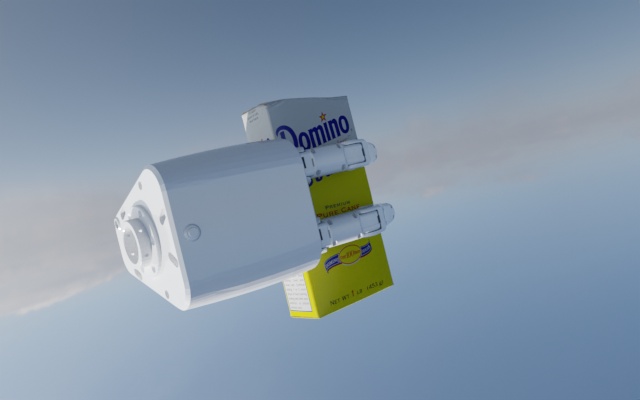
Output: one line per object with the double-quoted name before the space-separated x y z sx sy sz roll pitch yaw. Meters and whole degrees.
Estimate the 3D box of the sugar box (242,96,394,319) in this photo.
"sugar box" 0.000 0.001 0.411 0.093 0.176 0.048 -15 3 -40
